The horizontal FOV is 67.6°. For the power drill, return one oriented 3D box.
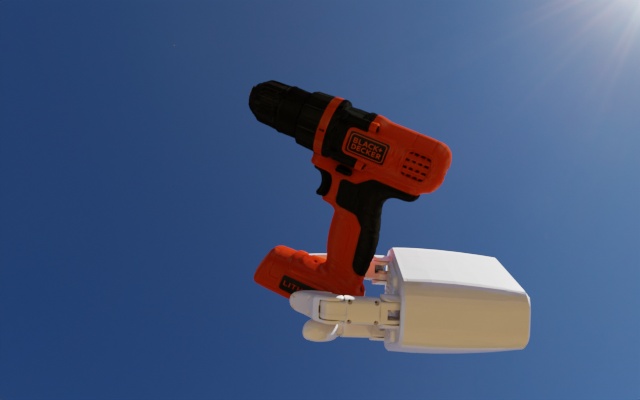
[{"bbox_3d":[0.000,0.002,0.434,0.184,0.188,0.057,24,22,12],"label":"power drill"}]
